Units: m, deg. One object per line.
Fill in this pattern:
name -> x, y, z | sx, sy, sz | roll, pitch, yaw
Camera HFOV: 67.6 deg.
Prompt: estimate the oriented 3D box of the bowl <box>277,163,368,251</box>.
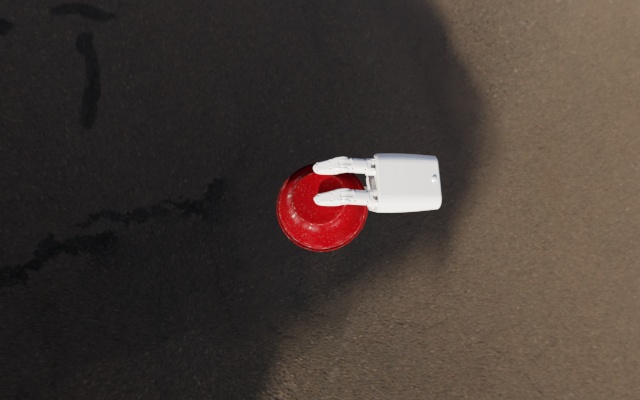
bowl -> -0.001, 0.003, 0.811 | 0.162, 0.162, 0.055 | 0, -15, 6
